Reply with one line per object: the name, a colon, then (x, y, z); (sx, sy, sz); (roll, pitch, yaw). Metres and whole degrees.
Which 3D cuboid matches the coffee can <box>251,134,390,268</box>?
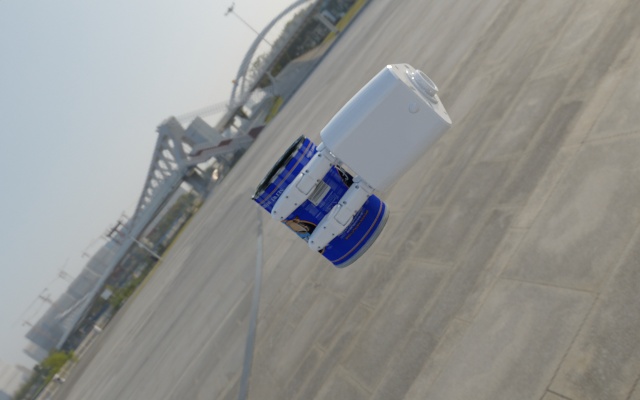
coffee can: (0.000, 0.002, 0.594); (0.140, 0.103, 0.103); (39, -9, -11)
